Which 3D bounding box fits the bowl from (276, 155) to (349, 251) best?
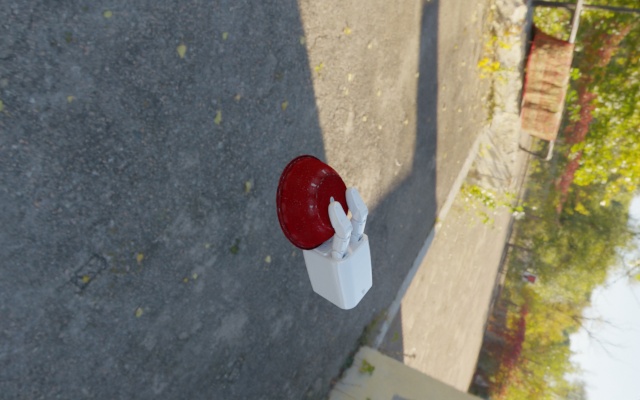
[{"bbox_3d":[0.000,0.002,0.790,0.055,0.162,0.162,-2,-1,38],"label":"bowl"}]
